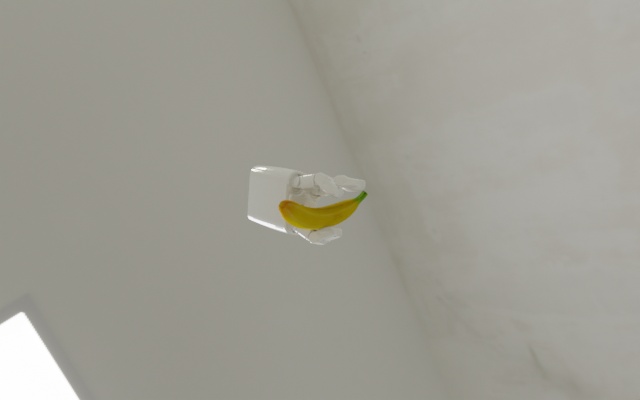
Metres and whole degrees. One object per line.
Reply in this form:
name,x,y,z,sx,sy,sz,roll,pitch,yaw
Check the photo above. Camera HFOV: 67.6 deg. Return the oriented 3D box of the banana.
banana,-0.003,0.018,0.798,0.198,0.070,0.037,-10,36,-45
